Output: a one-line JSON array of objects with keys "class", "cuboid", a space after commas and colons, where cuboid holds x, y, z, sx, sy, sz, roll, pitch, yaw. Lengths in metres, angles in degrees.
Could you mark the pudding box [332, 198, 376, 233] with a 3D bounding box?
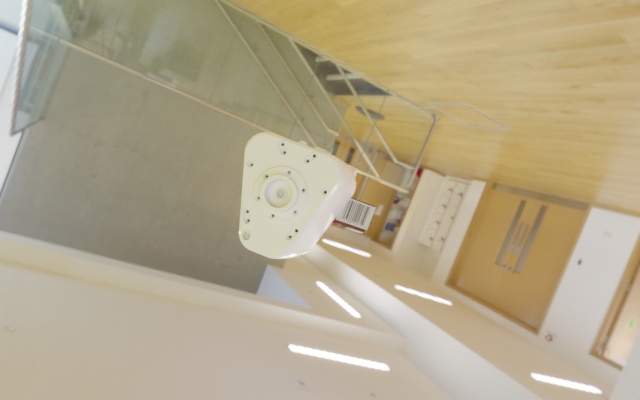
[{"class": "pudding box", "cuboid": [0.000, 0.002, 0.604, 0.113, 0.039, 0.090, 22, -1, -20]}]
